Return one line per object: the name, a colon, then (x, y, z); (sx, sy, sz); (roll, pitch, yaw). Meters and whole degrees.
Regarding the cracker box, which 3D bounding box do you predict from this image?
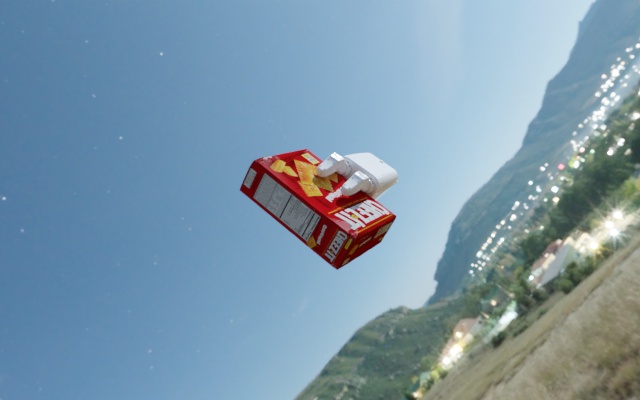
cracker box: (0.000, 0.003, 0.797); (0.213, 0.072, 0.164); (37, 27, 19)
